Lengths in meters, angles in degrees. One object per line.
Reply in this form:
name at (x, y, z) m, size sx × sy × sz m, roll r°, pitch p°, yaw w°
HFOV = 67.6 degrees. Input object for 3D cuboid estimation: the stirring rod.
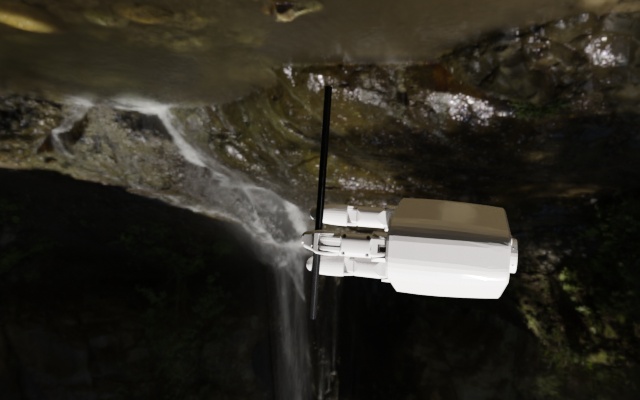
stirring rod at (0.000, 0.002, 0.495) m, size 0.011 × 0.239 × 0.011 m, roll 4°, pitch -1°, yaw 0°
